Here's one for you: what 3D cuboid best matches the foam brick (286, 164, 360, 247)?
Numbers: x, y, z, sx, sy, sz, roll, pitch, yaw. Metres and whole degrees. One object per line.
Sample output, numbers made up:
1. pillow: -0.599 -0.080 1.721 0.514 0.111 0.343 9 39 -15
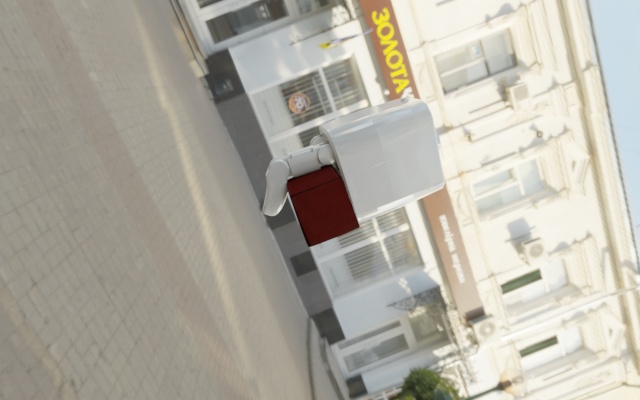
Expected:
1. foam brick: 0.000 0.002 0.462 0.051 0.053 0.078 -20 16 -1
